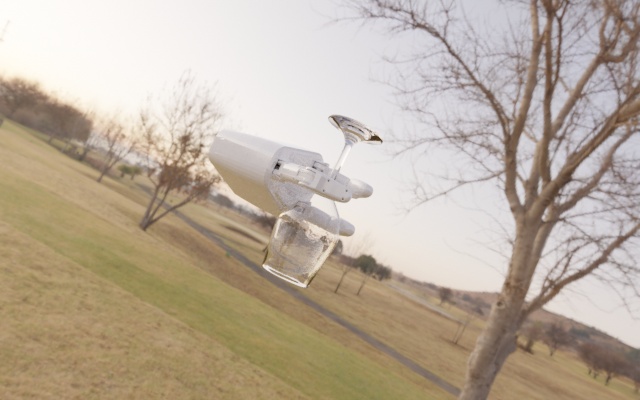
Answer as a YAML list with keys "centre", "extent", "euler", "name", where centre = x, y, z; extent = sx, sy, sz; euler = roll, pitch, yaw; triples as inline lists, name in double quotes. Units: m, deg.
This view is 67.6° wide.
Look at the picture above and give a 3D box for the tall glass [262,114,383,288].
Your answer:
- centre: [0.000, 0.001, 0.577]
  extent: [0.079, 0.201, 0.079]
  euler: [25, -6, 3]
  name: "tall glass"
